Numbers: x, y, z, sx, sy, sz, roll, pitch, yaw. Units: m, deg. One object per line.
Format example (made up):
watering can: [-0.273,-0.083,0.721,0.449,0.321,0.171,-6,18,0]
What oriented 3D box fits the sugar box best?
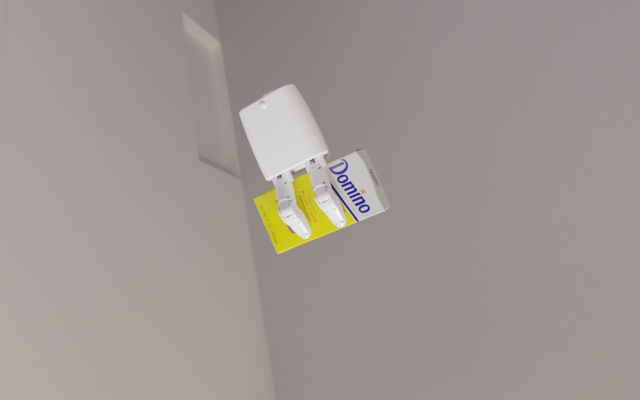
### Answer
sugar box: [0.000,0.002,0.684,0.176,0.093,0.048,-24,0,23]
